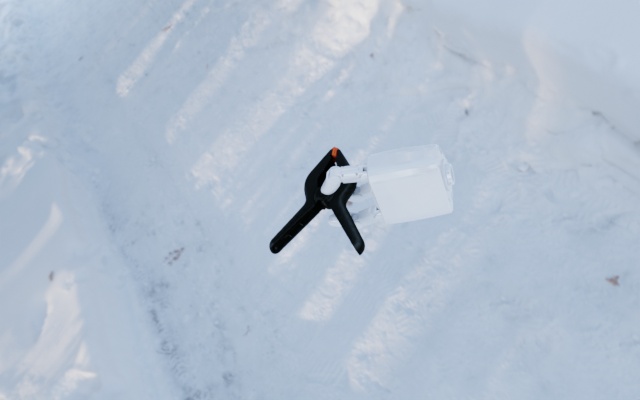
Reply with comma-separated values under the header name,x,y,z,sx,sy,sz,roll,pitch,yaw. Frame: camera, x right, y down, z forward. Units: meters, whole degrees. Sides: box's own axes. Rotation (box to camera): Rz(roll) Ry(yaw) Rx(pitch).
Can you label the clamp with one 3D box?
name,x,y,z,sx,sy,sz,roll,pitch,yaw
clamp,0.000,0.002,0.798,0.164,0.209,0.036,-8,-36,21
